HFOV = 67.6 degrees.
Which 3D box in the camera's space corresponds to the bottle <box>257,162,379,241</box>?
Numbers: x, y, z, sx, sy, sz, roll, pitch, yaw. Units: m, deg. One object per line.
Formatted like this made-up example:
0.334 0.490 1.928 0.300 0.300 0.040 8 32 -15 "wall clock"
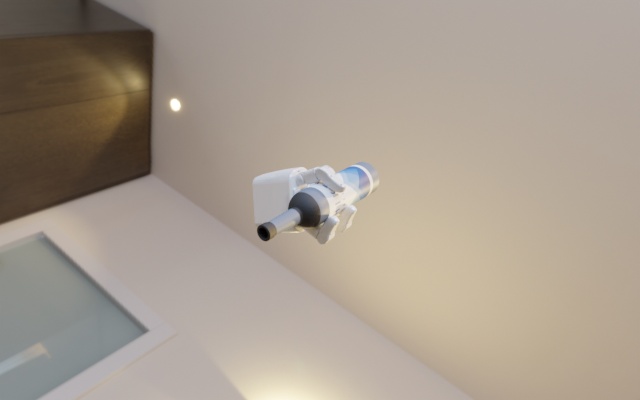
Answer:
0.000 0.003 0.834 0.069 0.069 0.295 0 19 39 "bottle"
